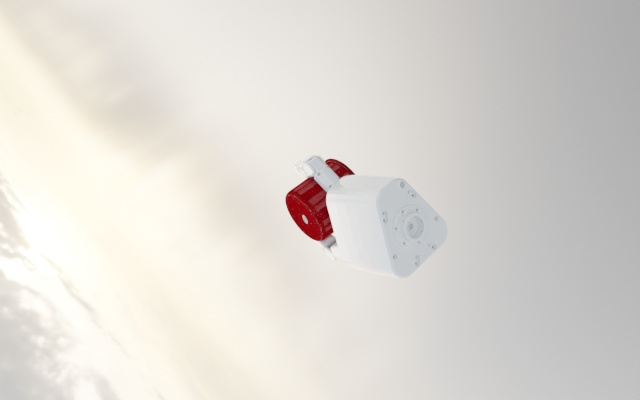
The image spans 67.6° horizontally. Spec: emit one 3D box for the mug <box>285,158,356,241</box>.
[{"bbox_3d":[-0.001,0.002,0.670,0.081,0.093,0.117,-37,16,-23],"label":"mug"}]
